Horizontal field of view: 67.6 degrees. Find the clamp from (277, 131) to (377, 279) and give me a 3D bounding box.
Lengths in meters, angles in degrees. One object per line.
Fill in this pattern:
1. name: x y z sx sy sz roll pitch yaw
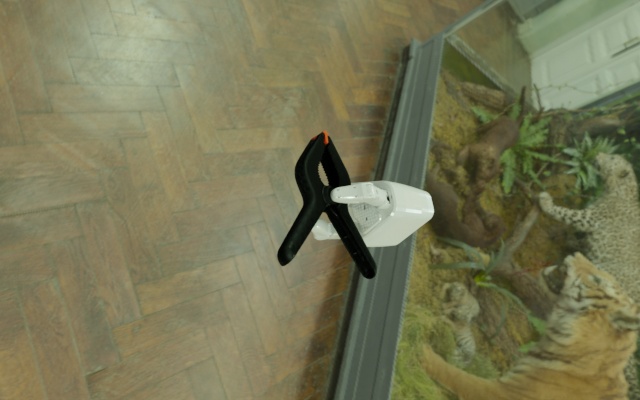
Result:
1. clamp: 0.001 0.001 0.639 0.164 0.210 0.036 8 -24 -44
